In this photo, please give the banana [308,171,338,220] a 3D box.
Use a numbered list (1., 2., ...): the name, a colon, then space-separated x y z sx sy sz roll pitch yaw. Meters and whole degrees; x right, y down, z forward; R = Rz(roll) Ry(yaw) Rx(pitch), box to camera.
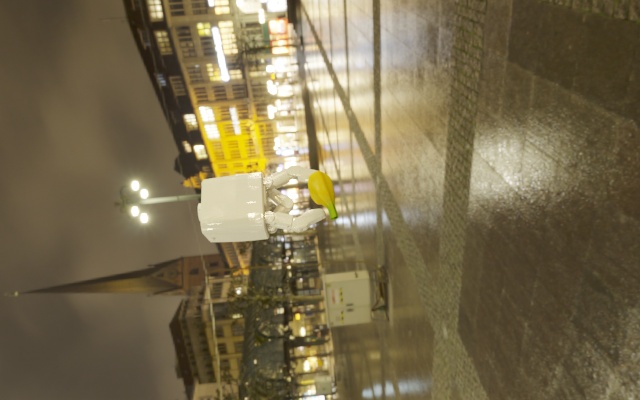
1. banana: -0.001 -0.015 0.790 0.037 0.069 0.198 -5 8 -4
